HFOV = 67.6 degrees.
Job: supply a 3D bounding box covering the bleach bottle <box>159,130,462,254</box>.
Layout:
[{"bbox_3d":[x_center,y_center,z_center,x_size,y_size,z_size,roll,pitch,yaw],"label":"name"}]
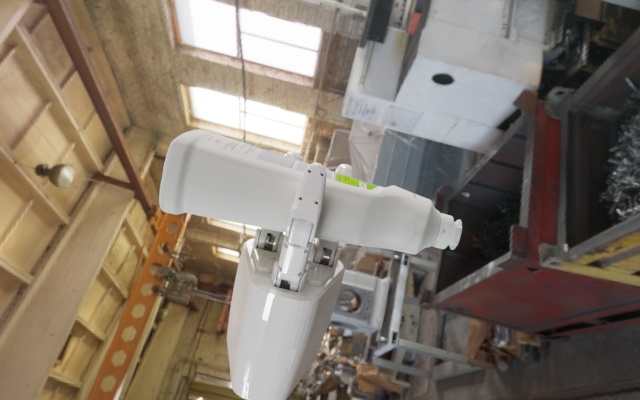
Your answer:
[{"bbox_3d":[0.000,0.001,0.418,0.251,0.068,0.102,15,15,-1],"label":"bleach bottle"}]
